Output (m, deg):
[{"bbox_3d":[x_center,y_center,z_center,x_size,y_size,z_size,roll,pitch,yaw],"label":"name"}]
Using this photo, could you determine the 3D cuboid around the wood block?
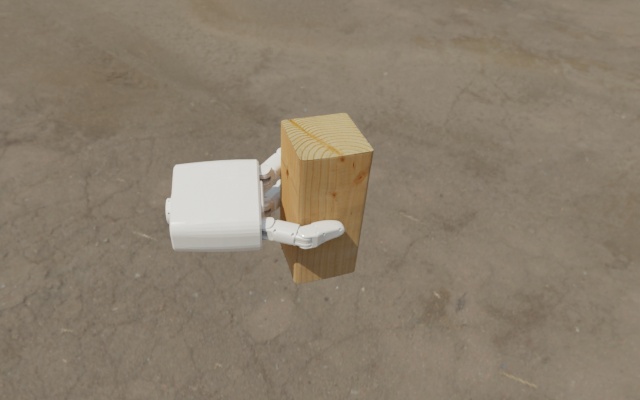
[{"bbox_3d":[0.000,0.002,0.627,0.090,0.206,0.090,-9,42,-16],"label":"wood block"}]
